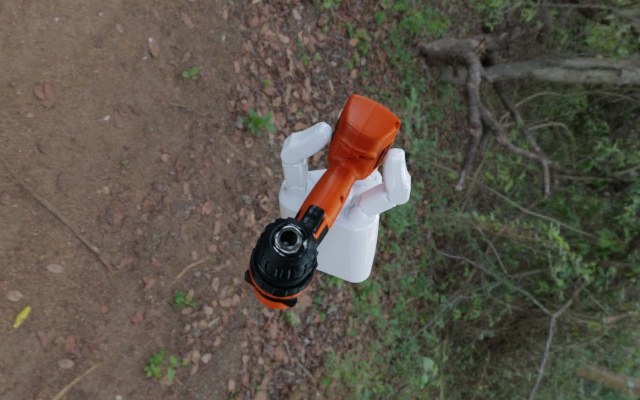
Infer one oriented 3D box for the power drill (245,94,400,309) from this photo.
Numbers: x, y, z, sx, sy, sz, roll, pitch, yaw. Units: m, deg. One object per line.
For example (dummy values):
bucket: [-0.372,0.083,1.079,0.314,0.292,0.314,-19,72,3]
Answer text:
power drill: [0.000,0.001,0.412,0.057,0.187,0.184,32,-21,2]
